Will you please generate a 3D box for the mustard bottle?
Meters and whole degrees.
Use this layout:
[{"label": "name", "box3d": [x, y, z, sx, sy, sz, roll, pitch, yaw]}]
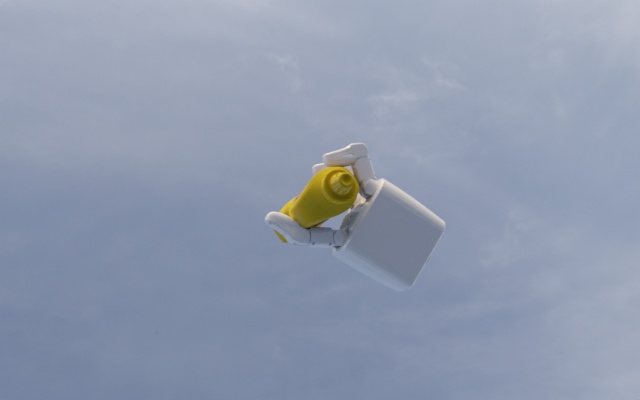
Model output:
[{"label": "mustard bottle", "box3d": [0.000, 0.002, 0.624, 0.096, 0.058, 0.192, -34, -2, -24]}]
